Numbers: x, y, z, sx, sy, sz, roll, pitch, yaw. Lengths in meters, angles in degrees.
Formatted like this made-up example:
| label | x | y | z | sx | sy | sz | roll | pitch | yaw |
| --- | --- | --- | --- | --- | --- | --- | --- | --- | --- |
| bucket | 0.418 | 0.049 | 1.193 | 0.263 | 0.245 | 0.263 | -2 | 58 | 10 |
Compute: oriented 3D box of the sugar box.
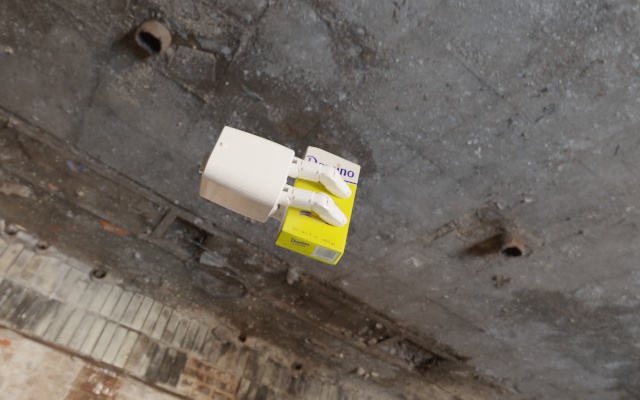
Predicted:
| label | x | y | z | sx | sy | sz | roll | pitch | yaw |
| --- | --- | --- | --- | --- | --- | --- | --- | --- | --- |
| sugar box | 0.000 | 0.002 | 0.712 | 0.093 | 0.176 | 0.048 | 21 | -39 | -9 |
